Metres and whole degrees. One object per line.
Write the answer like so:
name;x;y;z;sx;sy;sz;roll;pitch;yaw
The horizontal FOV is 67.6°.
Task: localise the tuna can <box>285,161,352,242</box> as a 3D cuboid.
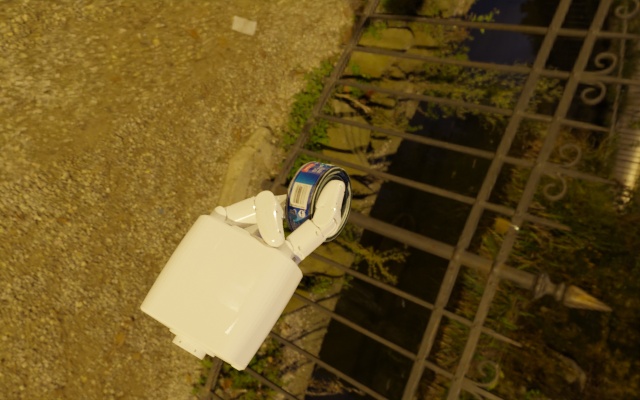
tuna can;0.001;0.002;0.523;0.033;0.086;0.086;13;7;32
